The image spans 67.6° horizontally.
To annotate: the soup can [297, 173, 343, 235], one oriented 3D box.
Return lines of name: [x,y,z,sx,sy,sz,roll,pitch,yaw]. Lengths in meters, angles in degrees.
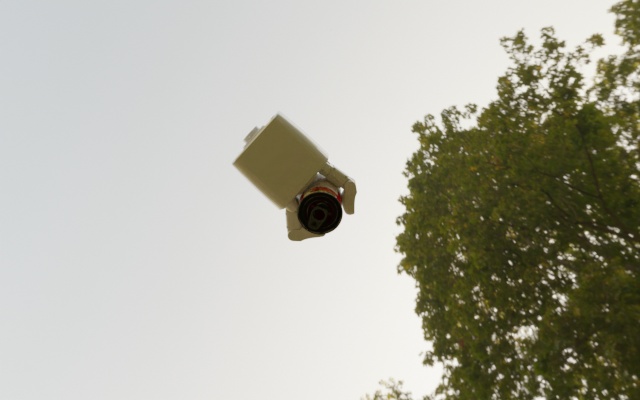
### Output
soup can: [0.001,0.003,0.749,0.068,0.068,0.102,0,20,1]
